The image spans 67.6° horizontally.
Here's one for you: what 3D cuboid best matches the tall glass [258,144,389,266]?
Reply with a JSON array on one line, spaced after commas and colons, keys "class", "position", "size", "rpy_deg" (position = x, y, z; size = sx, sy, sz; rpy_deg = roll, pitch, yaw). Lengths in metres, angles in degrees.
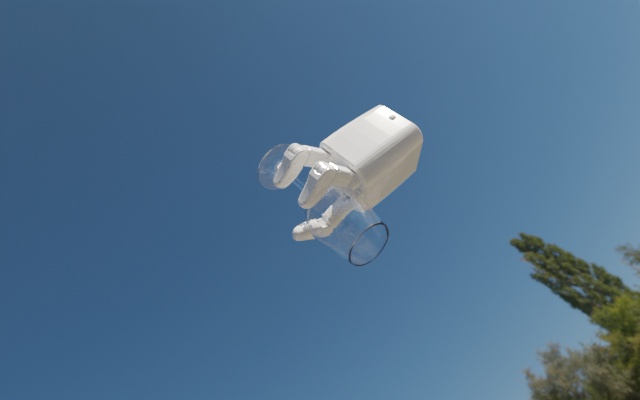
[{"class": "tall glass", "position": [0.000, 0.002, 0.626], "size": [0.079, 0.079, 0.201], "rpy_deg": [0, 31, -43]}]
